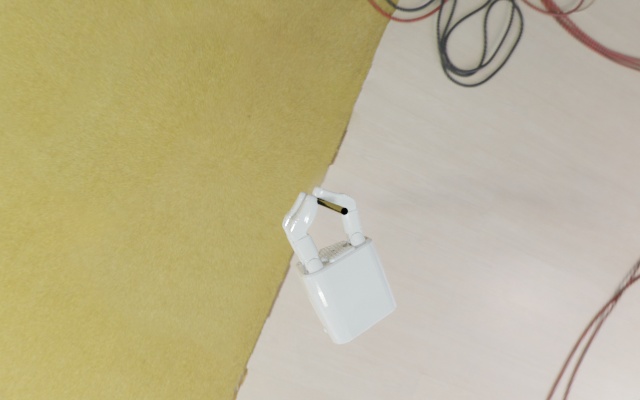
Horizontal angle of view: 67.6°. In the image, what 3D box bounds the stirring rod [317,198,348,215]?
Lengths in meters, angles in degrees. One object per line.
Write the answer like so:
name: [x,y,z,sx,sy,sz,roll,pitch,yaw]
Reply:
stirring rod: [0.000,0.002,0.604,0.011,0.011,0.239,0,4,-12]
